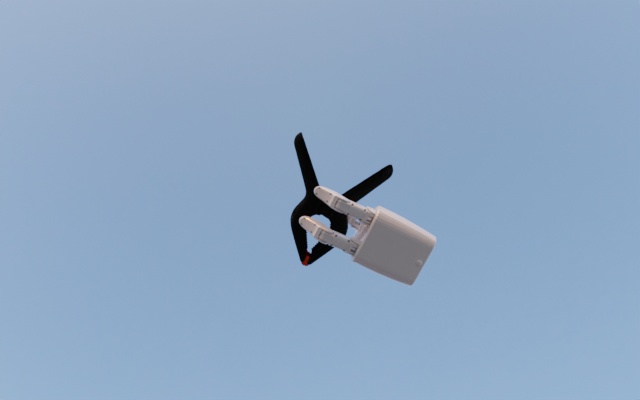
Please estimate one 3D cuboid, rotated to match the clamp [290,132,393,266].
[{"bbox_3d":[0.000,0.003,0.774,0.164,0.210,0.036,26,10,-4],"label":"clamp"}]
